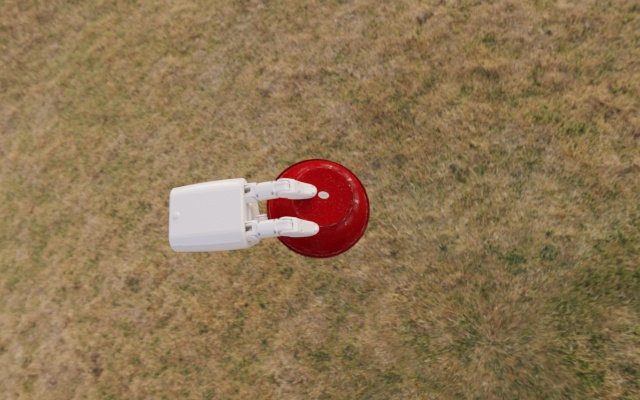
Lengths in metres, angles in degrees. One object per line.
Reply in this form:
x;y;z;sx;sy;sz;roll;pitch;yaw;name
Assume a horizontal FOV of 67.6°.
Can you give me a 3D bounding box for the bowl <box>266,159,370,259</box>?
0.001;0.002;0.713;0.162;0.162;0.055;0;-18;-7;bowl
